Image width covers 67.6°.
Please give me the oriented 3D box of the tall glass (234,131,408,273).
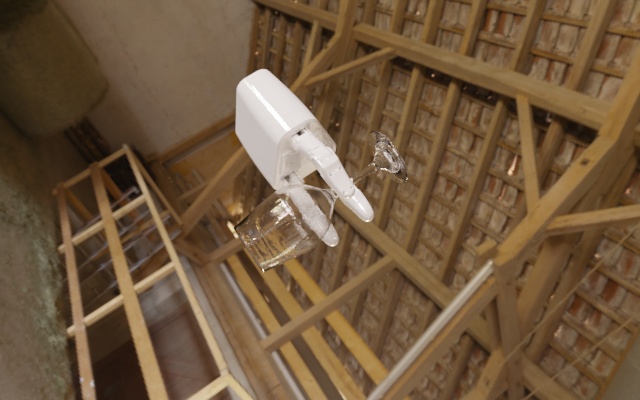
[{"bbox_3d":[0.001,0.002,0.555,0.201,0.079,0.079,-34,7,-11],"label":"tall glass"}]
